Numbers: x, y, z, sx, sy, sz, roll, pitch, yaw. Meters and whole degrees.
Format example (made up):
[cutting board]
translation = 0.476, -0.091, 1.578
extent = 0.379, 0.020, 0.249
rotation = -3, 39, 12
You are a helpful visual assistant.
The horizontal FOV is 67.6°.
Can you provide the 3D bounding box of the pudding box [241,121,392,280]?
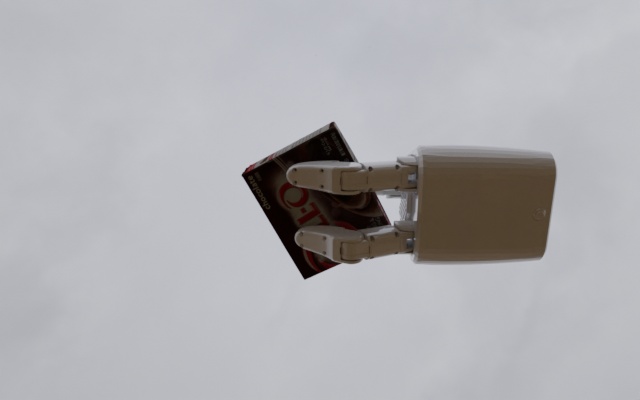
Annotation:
[pudding box]
translation = 0.000, 0.001, 0.414
extent = 0.090, 0.113, 0.039
rotation = -26, 13, 12
